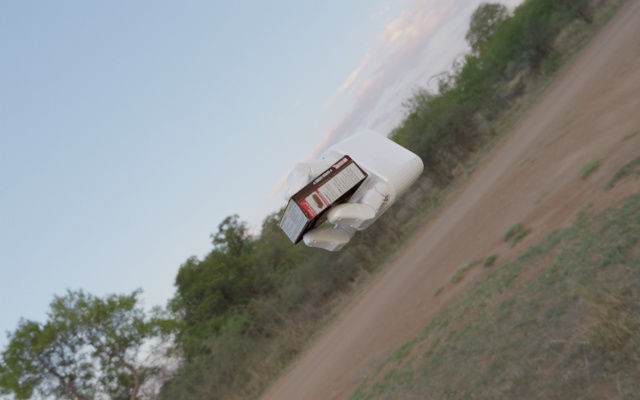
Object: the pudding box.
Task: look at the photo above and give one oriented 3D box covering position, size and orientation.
[{"bbox_3d":[0.000,0.002,0.568,0.090,0.039,0.113,-39,-9,-20],"label":"pudding box"}]
